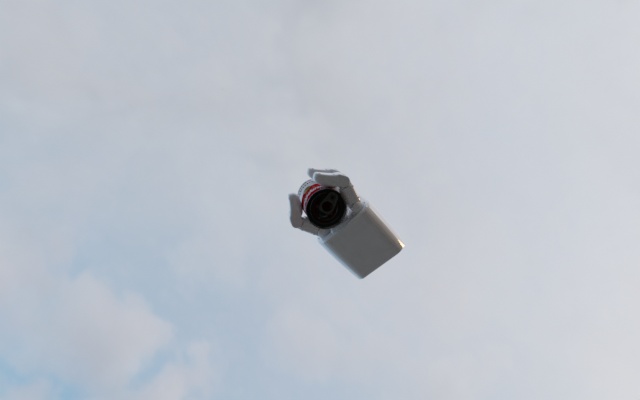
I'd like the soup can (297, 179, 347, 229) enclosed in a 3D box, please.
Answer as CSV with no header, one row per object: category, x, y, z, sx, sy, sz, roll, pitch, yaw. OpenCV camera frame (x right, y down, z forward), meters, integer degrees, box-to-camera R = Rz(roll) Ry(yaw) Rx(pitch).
soup can,0.000,0.002,0.816,0.068,0.068,0.102,0,13,-12
